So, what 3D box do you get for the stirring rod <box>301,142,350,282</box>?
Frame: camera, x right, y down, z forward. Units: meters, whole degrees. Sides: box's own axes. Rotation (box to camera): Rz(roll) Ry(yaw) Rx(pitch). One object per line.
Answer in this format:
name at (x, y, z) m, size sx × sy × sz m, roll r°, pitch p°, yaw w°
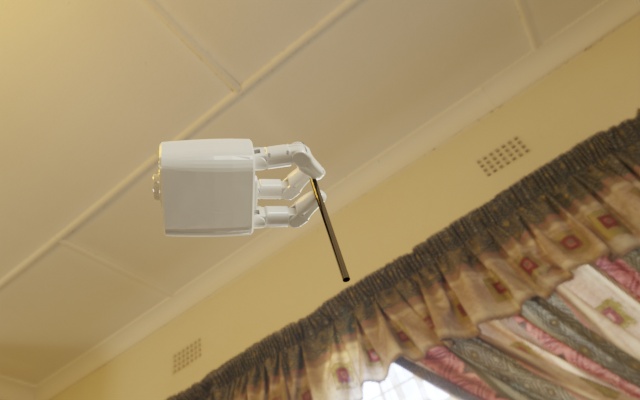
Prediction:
stirring rod at (0.000, 0.002, 0.574) m, size 0.011 × 0.011 × 0.239 m, roll 0°, pitch 41°, yaw -17°
